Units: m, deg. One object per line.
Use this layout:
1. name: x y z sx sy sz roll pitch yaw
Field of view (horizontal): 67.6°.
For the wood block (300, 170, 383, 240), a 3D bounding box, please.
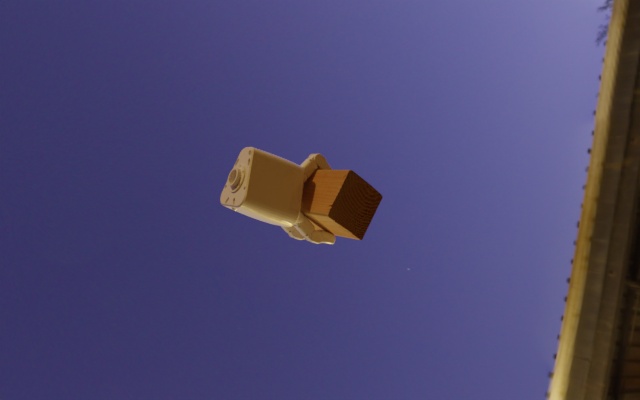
1. wood block: 0.000 0.002 0.871 0.090 0.090 0.206 36 -17 -32
